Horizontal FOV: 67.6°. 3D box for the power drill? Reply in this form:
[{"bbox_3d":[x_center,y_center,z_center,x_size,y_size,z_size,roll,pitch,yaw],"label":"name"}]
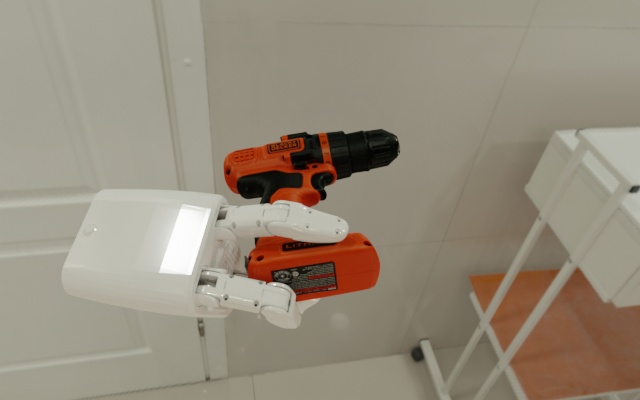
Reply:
[{"bbox_3d":[0.000,0.002,0.447,0.184,0.057,0.187,-11,39,0],"label":"power drill"}]
